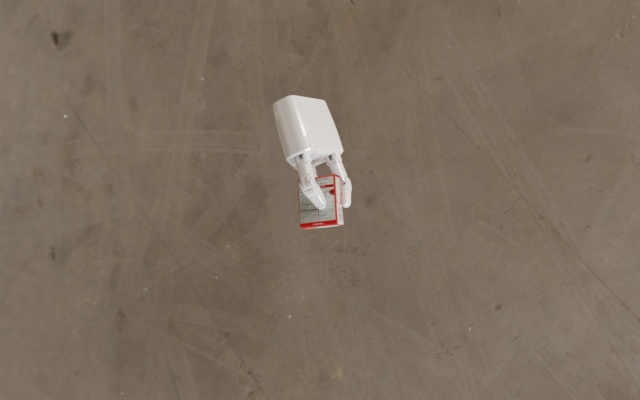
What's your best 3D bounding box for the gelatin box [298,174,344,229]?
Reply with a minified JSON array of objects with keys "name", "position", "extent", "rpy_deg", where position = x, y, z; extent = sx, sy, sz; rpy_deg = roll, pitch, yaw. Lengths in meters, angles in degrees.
[{"name":"gelatin box","position":[0.000,0.003,0.836],"extent":[0.073,0.089,0.030],"rpy_deg":[-8,-10,25]}]
